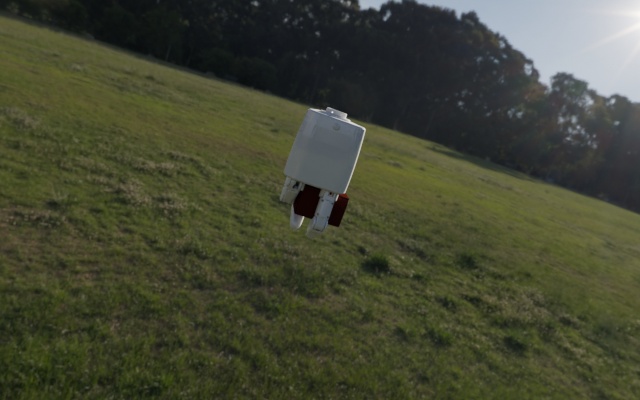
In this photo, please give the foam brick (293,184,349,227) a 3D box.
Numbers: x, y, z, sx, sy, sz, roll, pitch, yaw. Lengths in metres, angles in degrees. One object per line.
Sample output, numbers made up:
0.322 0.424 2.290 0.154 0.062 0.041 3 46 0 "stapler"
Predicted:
0.000 0.003 0.769 0.078 0.051 0.053 18 12 -10 "foam brick"
